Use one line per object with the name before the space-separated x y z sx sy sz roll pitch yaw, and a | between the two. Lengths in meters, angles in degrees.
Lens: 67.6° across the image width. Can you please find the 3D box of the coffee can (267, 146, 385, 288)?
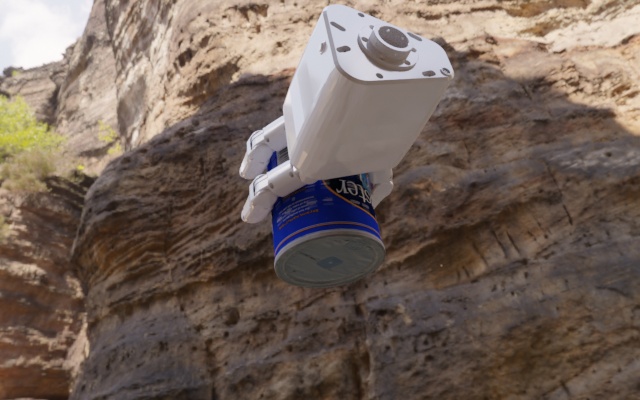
coffee can | 0.000 0.002 0.475 0.103 0.140 0.103 -6 -34 -4
